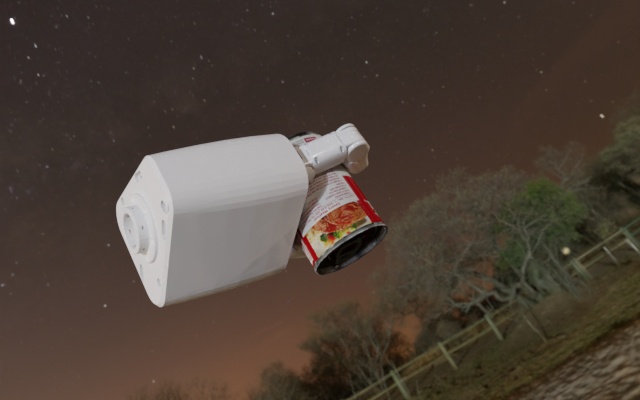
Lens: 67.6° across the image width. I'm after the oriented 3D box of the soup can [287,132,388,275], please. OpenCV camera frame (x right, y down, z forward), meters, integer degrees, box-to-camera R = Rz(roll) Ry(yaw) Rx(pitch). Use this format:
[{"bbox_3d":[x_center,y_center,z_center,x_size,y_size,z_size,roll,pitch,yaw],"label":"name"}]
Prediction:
[{"bbox_3d":[0.000,0.001,0.401,0.068,0.102,0.068,-28,-23,-13],"label":"soup can"}]
